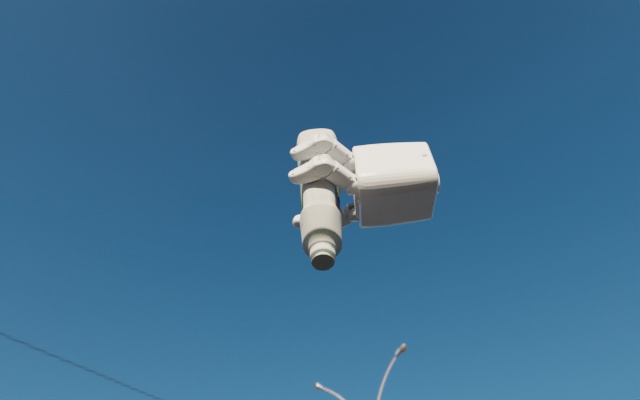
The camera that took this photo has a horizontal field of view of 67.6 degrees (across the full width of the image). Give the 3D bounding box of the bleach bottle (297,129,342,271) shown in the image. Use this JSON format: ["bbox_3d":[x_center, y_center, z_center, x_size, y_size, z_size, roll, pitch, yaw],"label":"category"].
[{"bbox_3d":[0.000,0.002,0.667,0.068,0.103,0.250,-5,39,2],"label":"bleach bottle"}]
